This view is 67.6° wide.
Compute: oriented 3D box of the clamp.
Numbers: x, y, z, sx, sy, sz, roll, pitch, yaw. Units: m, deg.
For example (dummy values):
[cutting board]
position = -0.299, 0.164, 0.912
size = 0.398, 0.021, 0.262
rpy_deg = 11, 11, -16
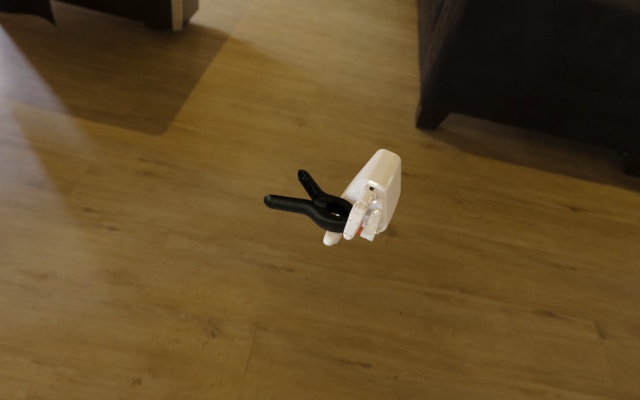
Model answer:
[clamp]
position = 0.000, 0.002, 0.835
size = 0.171, 0.039, 0.120
rpy_deg = 24, 46, 9
